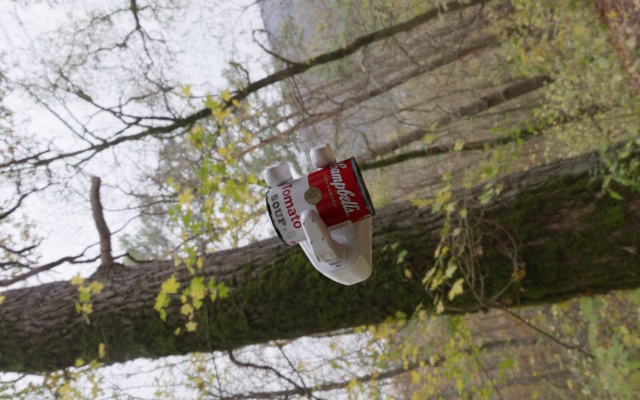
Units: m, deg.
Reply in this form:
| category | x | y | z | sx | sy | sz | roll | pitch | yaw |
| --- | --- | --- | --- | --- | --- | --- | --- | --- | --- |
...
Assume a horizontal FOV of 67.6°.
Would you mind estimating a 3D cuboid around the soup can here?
| category | x | y | z | sx | sy | sz | roll | pitch | yaw |
| --- | --- | --- | --- | --- | --- | --- | --- | --- | --- |
| soup can | 0.000 | 0.002 | 0.517 | 0.102 | 0.068 | 0.068 | -21 | -3 | 9 |
